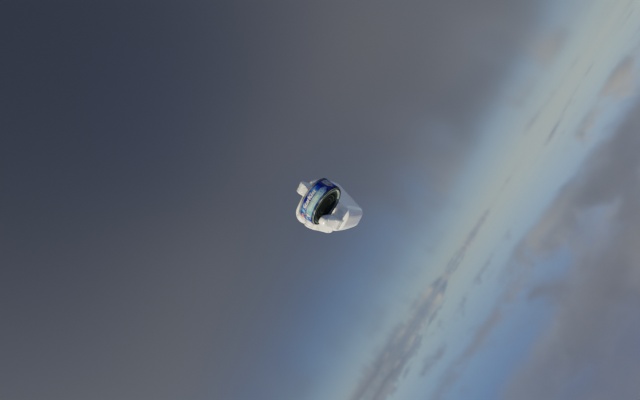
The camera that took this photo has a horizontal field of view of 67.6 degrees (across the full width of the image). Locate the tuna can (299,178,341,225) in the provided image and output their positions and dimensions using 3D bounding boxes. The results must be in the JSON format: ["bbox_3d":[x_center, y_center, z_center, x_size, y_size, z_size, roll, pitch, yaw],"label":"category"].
[{"bbox_3d":[0.001,0.003,0.895,0.033,0.086,0.086,34,14,22],"label":"tuna can"}]
